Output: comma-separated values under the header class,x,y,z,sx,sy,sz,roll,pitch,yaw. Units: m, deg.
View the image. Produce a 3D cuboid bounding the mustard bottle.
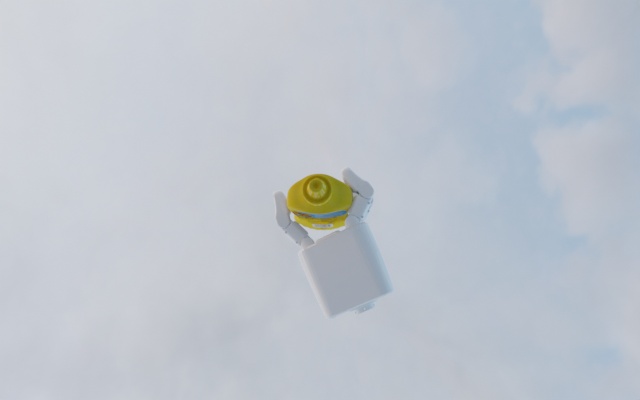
class,x,y,z,sx,sy,sz,roll,pitch,yaw
mustard bottle,0.000,0.002,0.709,0.096,0.058,0.192,1,-12,4
